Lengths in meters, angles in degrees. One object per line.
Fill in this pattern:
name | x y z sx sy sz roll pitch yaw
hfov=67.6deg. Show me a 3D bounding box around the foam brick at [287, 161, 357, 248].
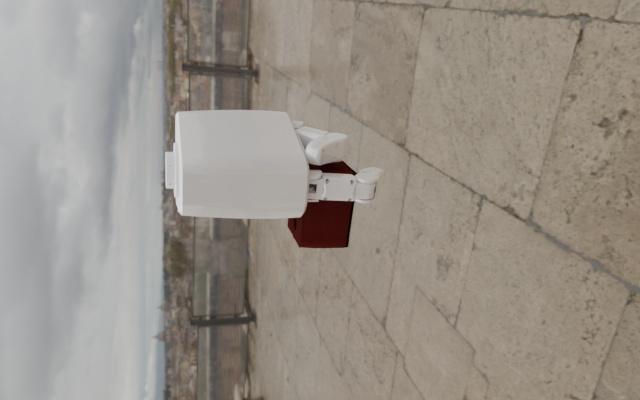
foam brick | 0.000 0.002 0.470 0.051 0.078 0.053 -1 23 -19
